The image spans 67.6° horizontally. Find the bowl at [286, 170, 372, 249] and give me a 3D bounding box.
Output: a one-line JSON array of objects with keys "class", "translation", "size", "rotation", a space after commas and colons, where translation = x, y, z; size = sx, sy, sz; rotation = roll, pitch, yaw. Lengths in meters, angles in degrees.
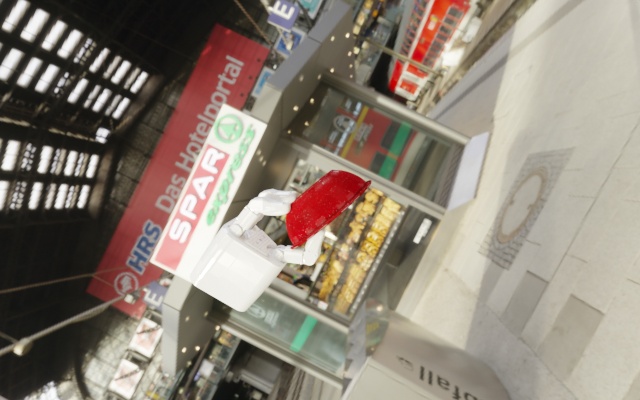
[{"class": "bowl", "translation": [0.001, 0.001, 0.732], "size": [0.162, 0.055, 0.162], "rotation": [-40, 3, 2]}]
